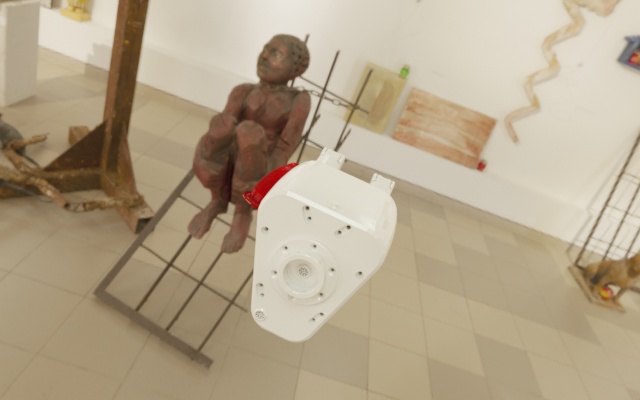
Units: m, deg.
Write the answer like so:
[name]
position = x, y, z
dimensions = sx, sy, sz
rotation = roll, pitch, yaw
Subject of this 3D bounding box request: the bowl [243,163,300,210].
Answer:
[bowl]
position = 0.000, 0.001, 0.524
dimensions = 0.162, 0.055, 0.162
rotation = 24, 6, -3
